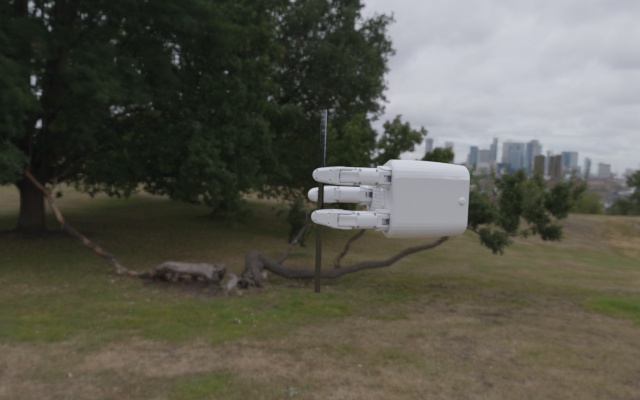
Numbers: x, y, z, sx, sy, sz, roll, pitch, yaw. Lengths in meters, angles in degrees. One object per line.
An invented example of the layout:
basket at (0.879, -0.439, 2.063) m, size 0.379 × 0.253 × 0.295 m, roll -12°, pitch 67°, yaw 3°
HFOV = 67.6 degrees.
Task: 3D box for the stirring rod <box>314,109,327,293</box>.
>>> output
stirring rod at (0.000, 0.002, 0.627) m, size 0.011 × 0.239 × 0.011 m, roll 2°, pitch 4°, yaw 0°
